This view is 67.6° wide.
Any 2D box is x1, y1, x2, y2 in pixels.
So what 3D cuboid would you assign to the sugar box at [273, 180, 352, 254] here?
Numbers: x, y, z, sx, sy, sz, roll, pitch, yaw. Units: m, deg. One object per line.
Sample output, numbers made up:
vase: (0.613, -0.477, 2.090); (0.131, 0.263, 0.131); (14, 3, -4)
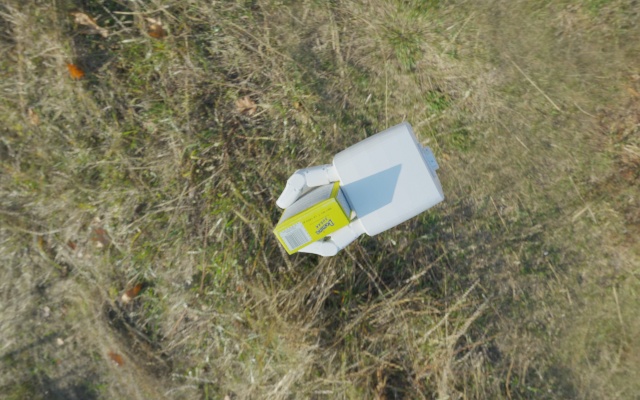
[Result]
sugar box: (0.000, 0.003, 0.663); (0.093, 0.048, 0.176); (-28, 12, 18)
